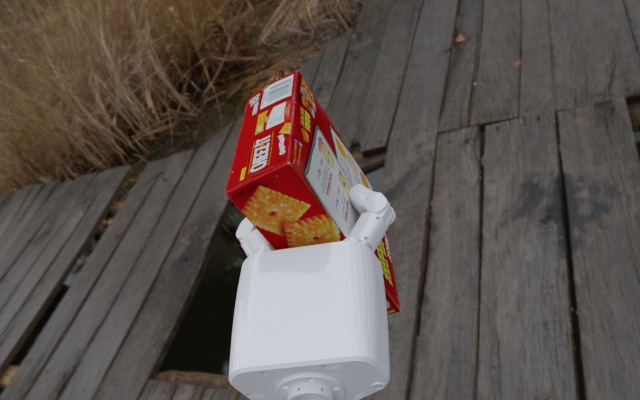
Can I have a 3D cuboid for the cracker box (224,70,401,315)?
[{"bbox_3d":[0.000,0.001,0.488,0.072,0.214,0.164,-23,37,18],"label":"cracker box"}]
